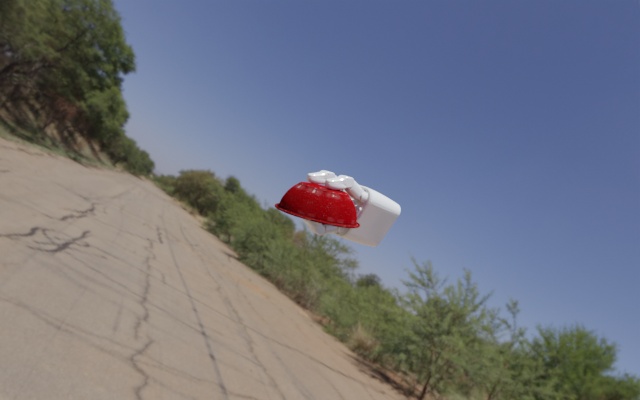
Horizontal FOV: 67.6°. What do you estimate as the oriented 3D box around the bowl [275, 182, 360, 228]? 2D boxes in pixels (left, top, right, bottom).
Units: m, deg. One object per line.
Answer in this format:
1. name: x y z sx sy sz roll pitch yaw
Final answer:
1. bowl: -0.001 0.002 0.875 0.162 0.055 0.162 13 6 -2
